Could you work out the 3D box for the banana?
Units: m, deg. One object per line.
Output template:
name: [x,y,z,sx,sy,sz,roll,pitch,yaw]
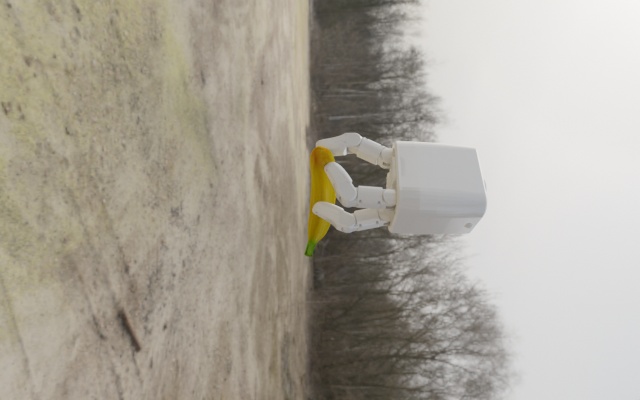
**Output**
banana: [0.002,-0.008,0.663,0.037,0.198,0.069,7,43,3]
